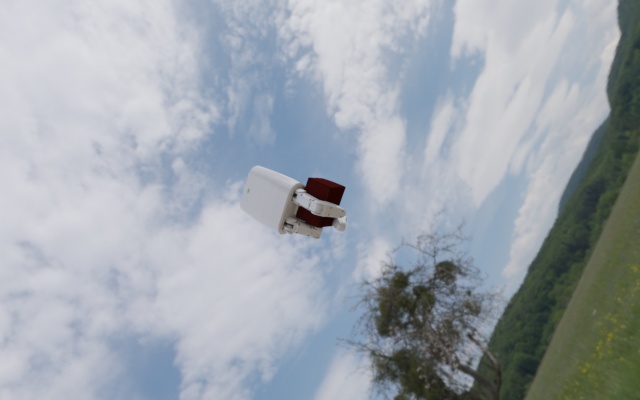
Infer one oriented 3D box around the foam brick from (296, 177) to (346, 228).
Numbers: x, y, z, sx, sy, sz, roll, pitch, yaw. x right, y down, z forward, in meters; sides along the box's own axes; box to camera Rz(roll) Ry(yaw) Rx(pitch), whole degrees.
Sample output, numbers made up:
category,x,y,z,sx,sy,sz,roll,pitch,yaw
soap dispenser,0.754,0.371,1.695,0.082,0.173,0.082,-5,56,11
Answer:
category,x,y,z,sx,sy,sz,roll,pitch,yaw
foam brick,0.000,0.003,0.845,0.051,0.078,0.053,26,14,30
